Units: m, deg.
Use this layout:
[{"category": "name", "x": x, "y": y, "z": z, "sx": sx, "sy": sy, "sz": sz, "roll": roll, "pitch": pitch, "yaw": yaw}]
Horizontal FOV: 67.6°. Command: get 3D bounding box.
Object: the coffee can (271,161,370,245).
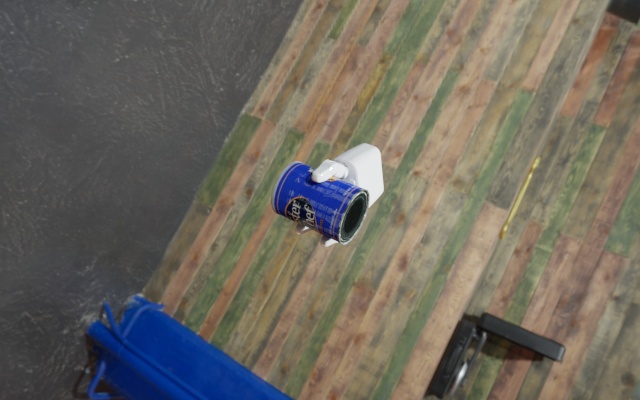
[{"category": "coffee can", "x": 0.000, "y": 0.003, "z": 0.832, "sx": 0.140, "sy": 0.103, "sz": 0.103, "roll": 24, "pitch": 10, "yaw": 24}]
